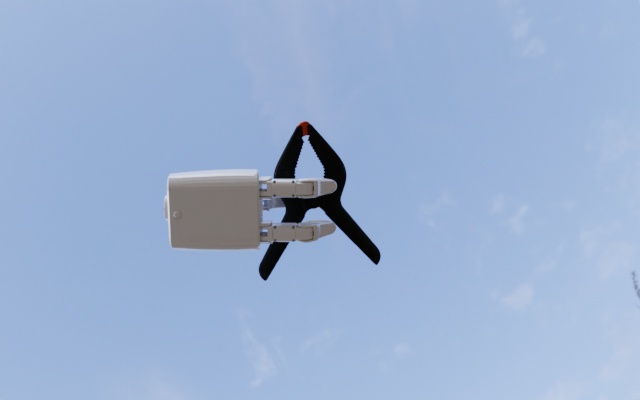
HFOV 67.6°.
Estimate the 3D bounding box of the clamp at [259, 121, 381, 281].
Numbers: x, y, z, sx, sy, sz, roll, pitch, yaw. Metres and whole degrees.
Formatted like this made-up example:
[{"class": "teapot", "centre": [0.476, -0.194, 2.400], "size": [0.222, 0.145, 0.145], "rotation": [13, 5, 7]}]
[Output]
[{"class": "clamp", "centre": [0.000, 0.001, 0.629], "size": [0.164, 0.210, 0.036], "rotation": [-1, 10, -7]}]
